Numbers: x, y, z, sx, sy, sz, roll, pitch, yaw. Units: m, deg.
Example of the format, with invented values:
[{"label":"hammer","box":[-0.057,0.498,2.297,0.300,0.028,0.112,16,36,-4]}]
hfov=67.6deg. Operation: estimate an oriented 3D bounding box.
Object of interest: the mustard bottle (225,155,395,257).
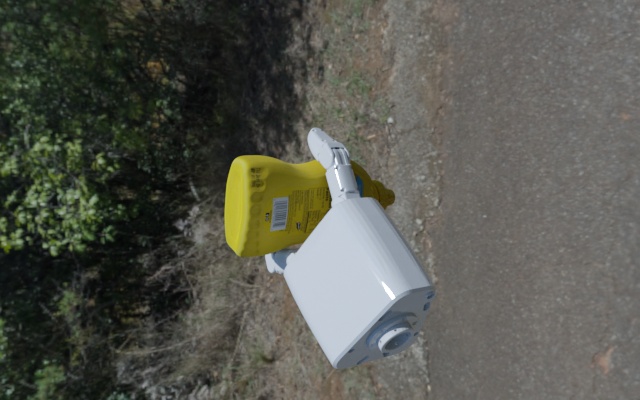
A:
[{"label":"mustard bottle","box":[0.000,0.001,0.498,0.191,0.096,0.058,-4,20,-31]}]
